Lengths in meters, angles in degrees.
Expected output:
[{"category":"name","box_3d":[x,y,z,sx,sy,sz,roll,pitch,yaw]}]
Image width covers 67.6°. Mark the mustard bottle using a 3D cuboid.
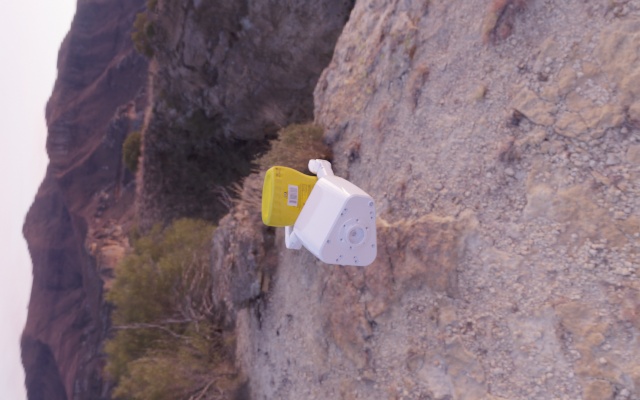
[{"category":"mustard bottle","box_3d":[0.000,0.003,0.806,0.191,0.096,0.058,7,-12,-24]}]
